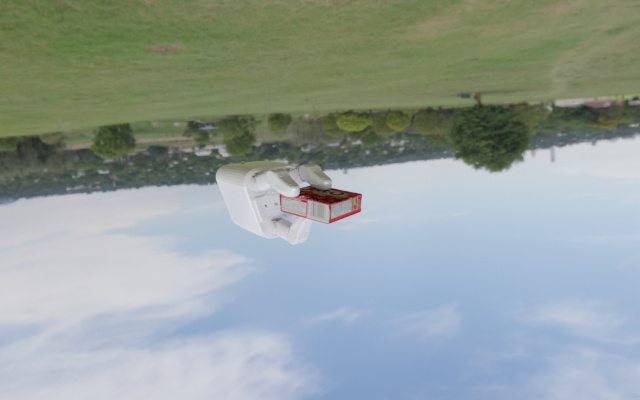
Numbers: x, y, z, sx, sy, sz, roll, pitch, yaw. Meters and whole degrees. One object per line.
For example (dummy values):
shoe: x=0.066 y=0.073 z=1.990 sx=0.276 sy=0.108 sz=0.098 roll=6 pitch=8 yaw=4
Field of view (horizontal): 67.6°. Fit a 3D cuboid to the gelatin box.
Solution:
gelatin box: x=0.000 y=0.003 z=0.651 sx=0.089 sy=0.030 sz=0.073 roll=13 pitch=19 yaw=38
